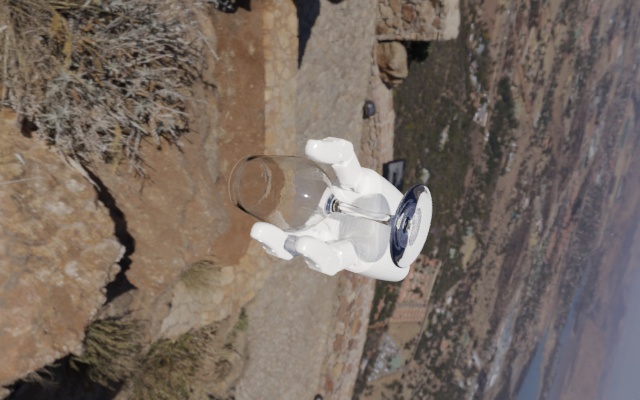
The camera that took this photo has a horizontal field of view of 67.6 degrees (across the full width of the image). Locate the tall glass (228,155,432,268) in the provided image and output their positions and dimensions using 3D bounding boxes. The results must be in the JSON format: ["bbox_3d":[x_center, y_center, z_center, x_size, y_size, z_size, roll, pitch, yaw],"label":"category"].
[{"bbox_3d":[0.001,0.002,0.464,0.201,0.079,0.079,15,9,35],"label":"tall glass"}]
